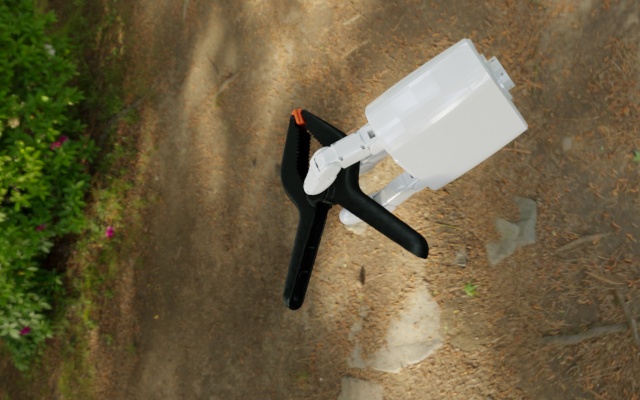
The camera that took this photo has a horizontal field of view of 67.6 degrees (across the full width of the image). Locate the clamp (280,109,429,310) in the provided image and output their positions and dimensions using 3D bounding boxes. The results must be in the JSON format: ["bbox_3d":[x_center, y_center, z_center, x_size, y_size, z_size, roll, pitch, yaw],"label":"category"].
[{"bbox_3d":[0.000,0.001,0.499,0.164,0.210,0.036,-33,-25,23],"label":"clamp"}]
